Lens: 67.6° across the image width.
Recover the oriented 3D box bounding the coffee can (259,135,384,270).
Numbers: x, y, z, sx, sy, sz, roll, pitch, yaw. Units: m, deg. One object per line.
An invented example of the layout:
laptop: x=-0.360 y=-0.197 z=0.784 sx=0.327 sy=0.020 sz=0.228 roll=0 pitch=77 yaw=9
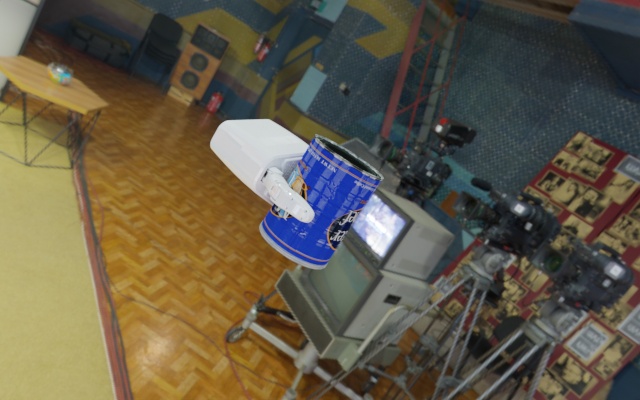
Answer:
coffee can: x=0.000 y=0.002 z=0.613 sx=0.103 sy=0.140 sz=0.102 roll=31 pitch=13 yaw=-8
